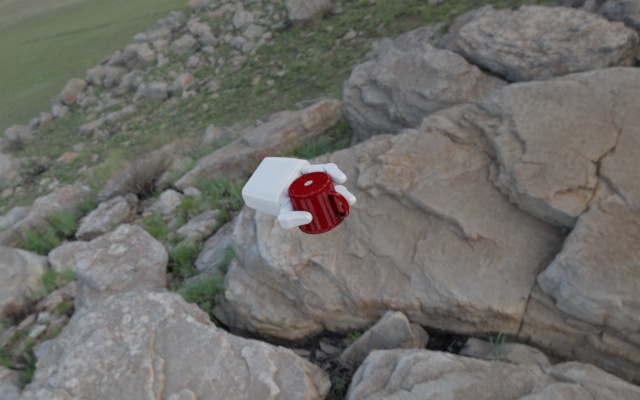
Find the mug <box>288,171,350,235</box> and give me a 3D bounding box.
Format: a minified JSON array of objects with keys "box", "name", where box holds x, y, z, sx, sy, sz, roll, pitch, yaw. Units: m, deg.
[{"box":[0.001,0.003,0.858,0.117,0.081,0.093,10,43,39],"name":"mug"}]
